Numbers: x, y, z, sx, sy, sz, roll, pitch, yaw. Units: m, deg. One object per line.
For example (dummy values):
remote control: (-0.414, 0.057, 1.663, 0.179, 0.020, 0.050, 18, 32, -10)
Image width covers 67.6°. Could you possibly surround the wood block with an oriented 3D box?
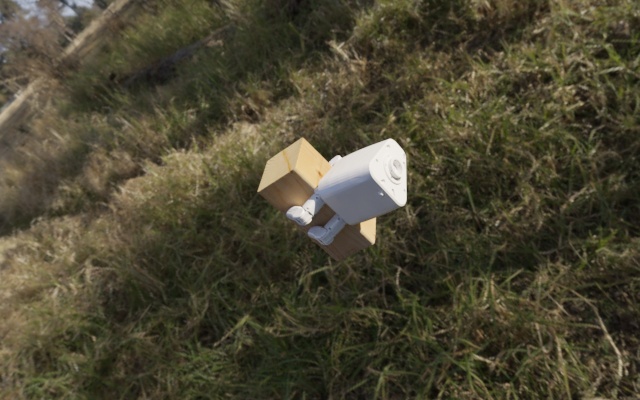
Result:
wood block: (0.000, 0.002, 0.842, 0.090, 0.090, 0.206, -30, -59, 30)
